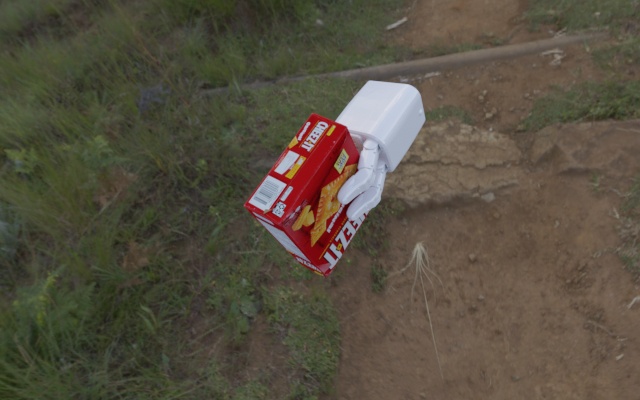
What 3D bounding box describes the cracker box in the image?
[{"bbox_3d":[0.000,0.002,0.712,0.072,0.164,0.214,27,-16,30],"label":"cracker box"}]
